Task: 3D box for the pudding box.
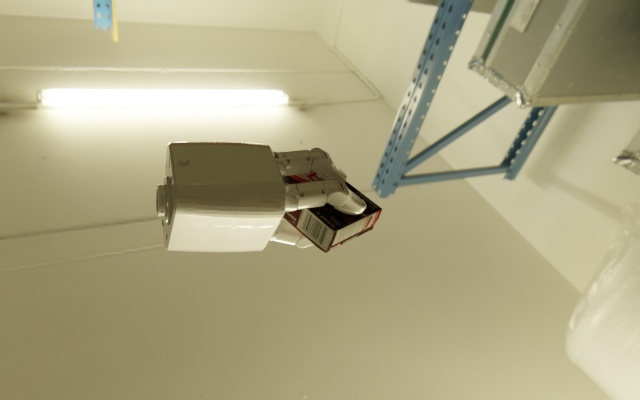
[{"bbox_3d":[0.000,0.002,0.552,0.113,0.039,0.090,41,39,24],"label":"pudding box"}]
